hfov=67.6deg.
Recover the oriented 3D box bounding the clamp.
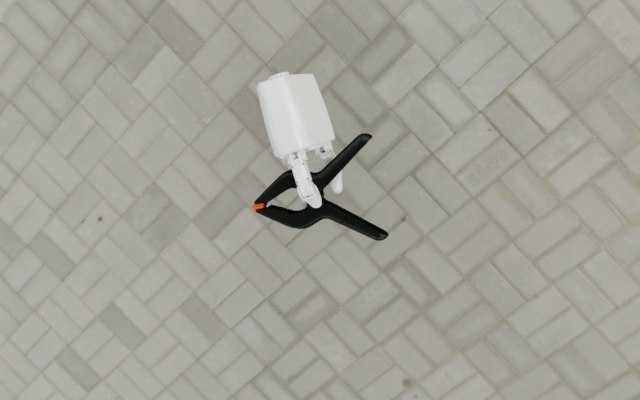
[{"bbox_3d":[-0.001,0.002,0.740,0.210,0.164,0.036,-16,7,13],"label":"clamp"}]
